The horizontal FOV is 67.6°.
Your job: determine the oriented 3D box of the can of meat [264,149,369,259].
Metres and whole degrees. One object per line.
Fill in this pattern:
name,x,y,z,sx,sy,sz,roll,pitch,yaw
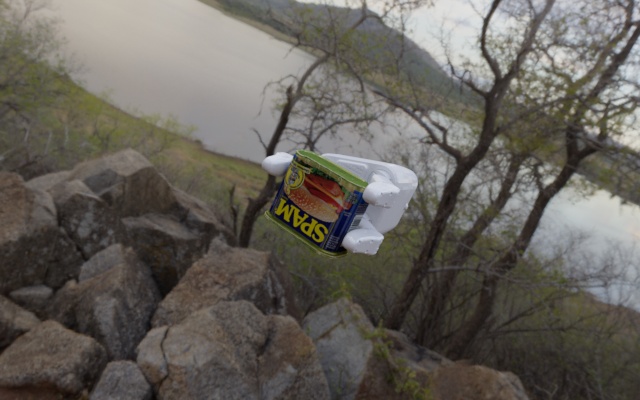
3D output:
can of meat,0.000,0.001,0.525,0.102,0.084,0.057,32,15,26
